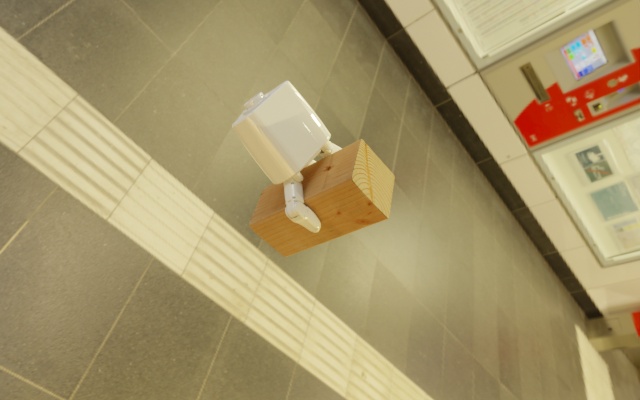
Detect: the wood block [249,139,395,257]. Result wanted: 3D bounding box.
[{"bbox_3d":[0.000,0.002,0.735,0.206,0.090,0.090,-24,-55,35],"label":"wood block"}]
